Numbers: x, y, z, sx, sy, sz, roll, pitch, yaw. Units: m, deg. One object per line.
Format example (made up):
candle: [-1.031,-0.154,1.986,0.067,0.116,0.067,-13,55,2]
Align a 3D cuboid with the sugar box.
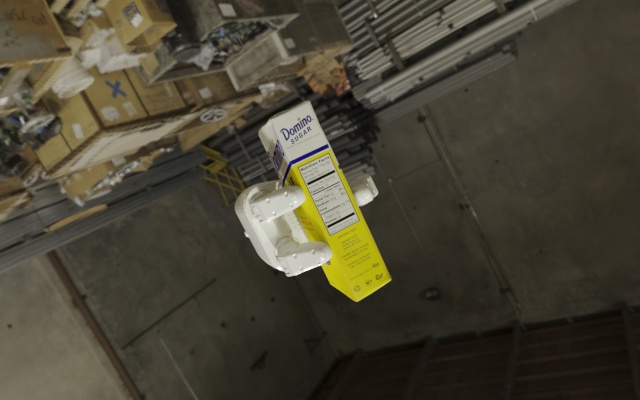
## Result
sugar box: [0.000,0.002,0.451,0.048,0.176,0.093,-29,6,-12]
